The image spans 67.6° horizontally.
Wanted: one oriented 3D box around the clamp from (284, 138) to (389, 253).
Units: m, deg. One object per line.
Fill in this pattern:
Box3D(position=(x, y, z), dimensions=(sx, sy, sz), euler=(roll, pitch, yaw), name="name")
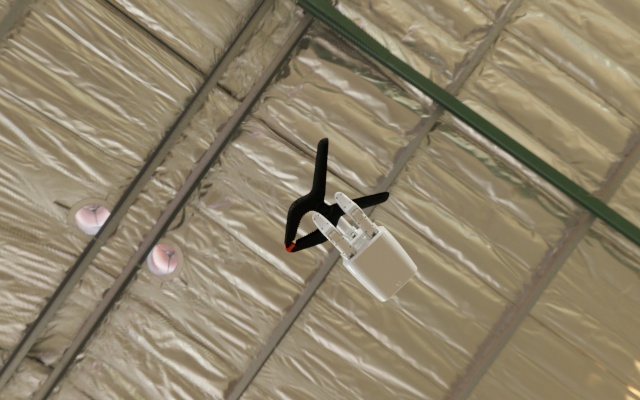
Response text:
Box3D(position=(0.000, 0.003, 0.866), dimensions=(0.210, 0.164, 0.036), euler=(-43, 10, -1), name="clamp")
